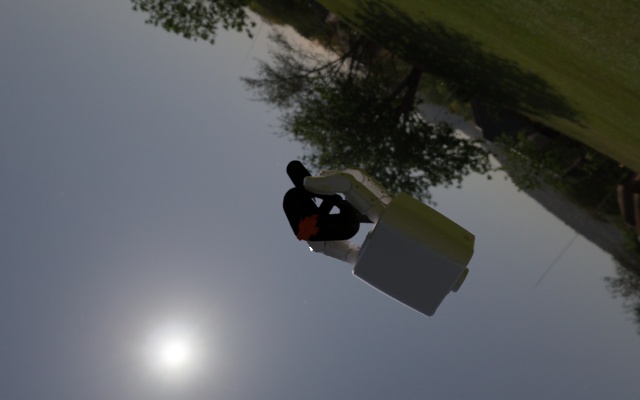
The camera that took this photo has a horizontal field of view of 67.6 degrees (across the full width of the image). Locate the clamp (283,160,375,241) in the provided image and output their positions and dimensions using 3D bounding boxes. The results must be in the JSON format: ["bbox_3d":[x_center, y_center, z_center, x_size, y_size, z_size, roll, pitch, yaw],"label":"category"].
[{"bbox_3d":[0.000,0.003,0.589,0.164,0.036,0.210,28,18,12],"label":"clamp"}]
